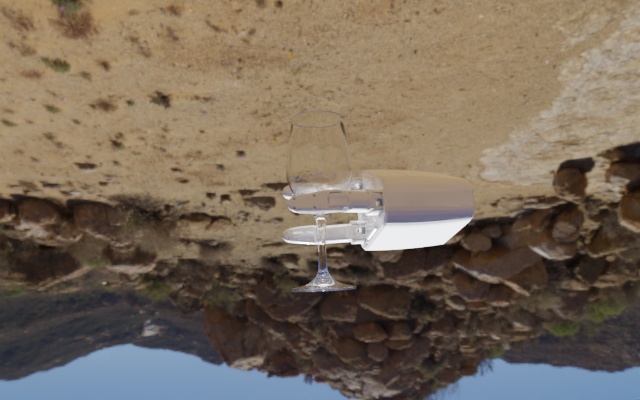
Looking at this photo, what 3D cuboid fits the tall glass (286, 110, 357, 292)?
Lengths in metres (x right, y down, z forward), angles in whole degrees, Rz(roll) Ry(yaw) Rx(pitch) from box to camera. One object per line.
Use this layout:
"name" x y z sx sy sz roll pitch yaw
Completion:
"tall glass" 0.000 0.002 0.552 0.079 0.201 0.079 -3 -8 0
